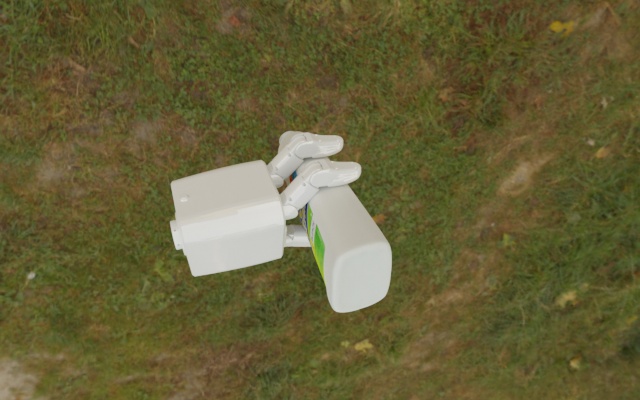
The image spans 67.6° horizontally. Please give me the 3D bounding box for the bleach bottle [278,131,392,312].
[{"bbox_3d":[0.000,0.002,0.563,0.068,0.103,0.250,-14,43,-14],"label":"bleach bottle"}]
